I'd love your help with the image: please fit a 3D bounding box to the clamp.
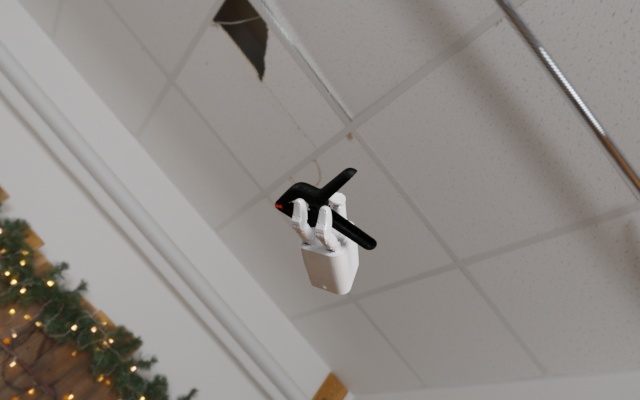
[{"bbox_3d":[0.000,0.003,0.872,0.210,0.165,0.036,12,38,33],"label":"clamp"}]
